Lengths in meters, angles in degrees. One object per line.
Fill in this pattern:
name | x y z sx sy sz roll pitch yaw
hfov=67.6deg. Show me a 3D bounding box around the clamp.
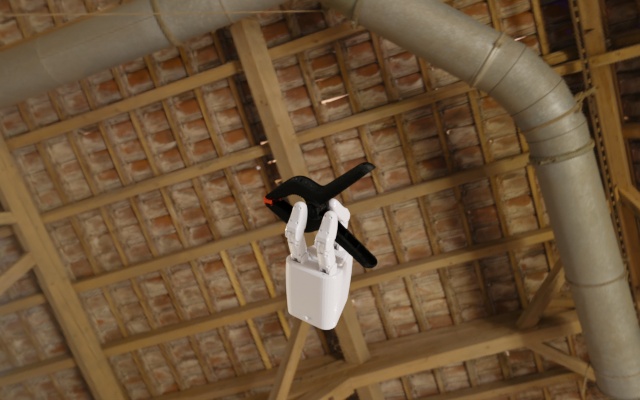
clamp | 0.000 0.002 0.739 0.210 0.165 0.036 18 28 30
